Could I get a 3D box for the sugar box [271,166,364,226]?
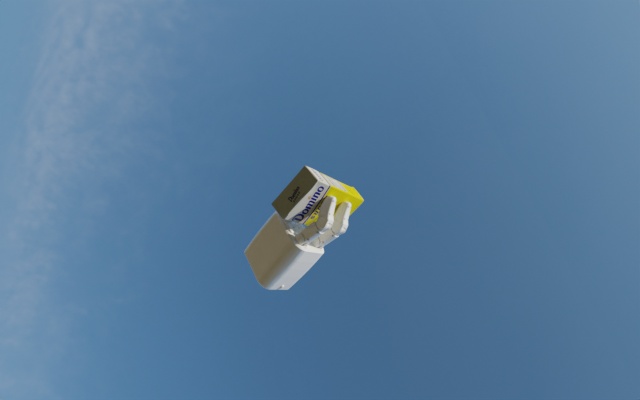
[{"bbox_3d":[0.000,0.003,0.861,0.048,0.093,0.176,49,16,27],"label":"sugar box"}]
